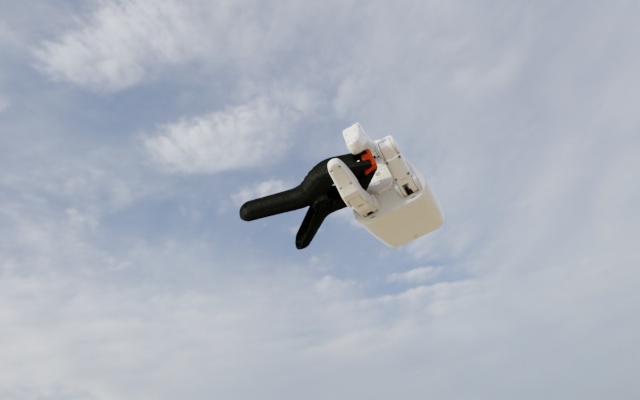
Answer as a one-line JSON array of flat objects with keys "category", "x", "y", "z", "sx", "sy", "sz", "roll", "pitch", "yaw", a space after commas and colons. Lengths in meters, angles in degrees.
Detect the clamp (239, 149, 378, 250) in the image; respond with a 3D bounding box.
[{"category": "clamp", "x": 0.000, "y": 0.001, "z": 0.588, "sx": 0.171, "sy": 0.039, "sz": 0.120, "roll": -27, "pitch": -34, "yaw": 15}]
